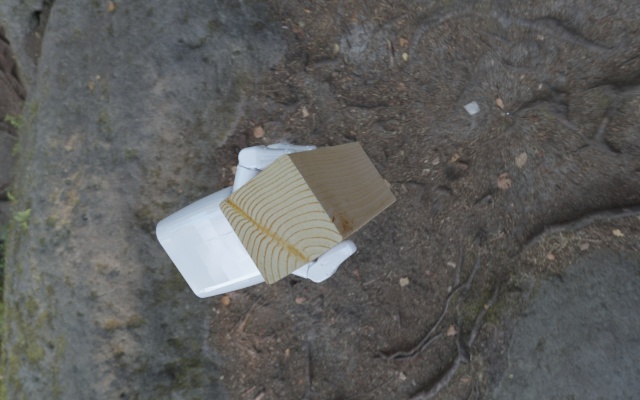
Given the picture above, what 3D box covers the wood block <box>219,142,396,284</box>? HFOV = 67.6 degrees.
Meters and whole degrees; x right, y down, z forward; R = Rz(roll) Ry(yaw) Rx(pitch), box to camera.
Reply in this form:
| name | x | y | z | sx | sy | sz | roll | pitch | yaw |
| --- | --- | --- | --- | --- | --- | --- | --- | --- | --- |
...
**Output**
| name | x | y | z | sx | sy | sz | roll | pitch | yaw |
| --- | --- | --- | --- | --- | --- | --- | --- | --- | --- |
| wood block | 0.000 | 0.002 | 0.511 | 0.090 | 0.091 | 0.206 | -34 | -4 | 23 |
